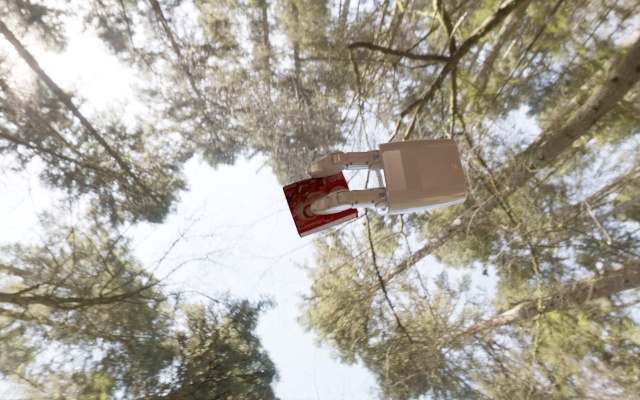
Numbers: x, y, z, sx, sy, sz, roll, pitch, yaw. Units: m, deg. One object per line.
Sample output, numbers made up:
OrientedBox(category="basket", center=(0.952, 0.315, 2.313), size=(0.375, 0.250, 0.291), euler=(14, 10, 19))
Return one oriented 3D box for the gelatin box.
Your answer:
OrientedBox(category="gelatin box", center=(0.000, 0.002, 0.663), size=(0.089, 0.073, 0.030), euler=(-20, -18, -2))
